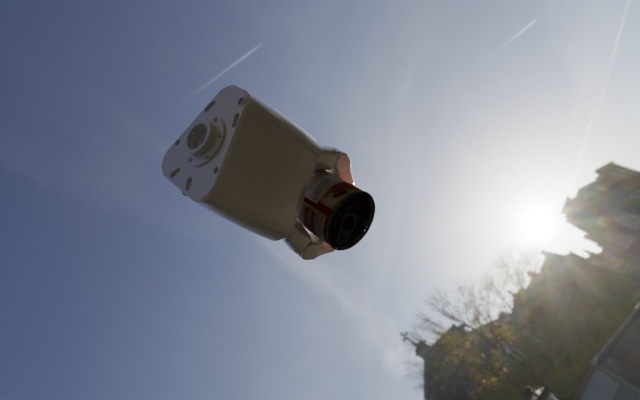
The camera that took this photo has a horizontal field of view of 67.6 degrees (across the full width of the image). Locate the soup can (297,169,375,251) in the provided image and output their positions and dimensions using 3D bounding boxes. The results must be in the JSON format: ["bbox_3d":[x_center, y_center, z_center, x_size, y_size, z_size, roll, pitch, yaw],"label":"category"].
[{"bbox_3d":[0.000,0.002,0.525,0.068,0.068,0.102,0,23,-45],"label":"soup can"}]
